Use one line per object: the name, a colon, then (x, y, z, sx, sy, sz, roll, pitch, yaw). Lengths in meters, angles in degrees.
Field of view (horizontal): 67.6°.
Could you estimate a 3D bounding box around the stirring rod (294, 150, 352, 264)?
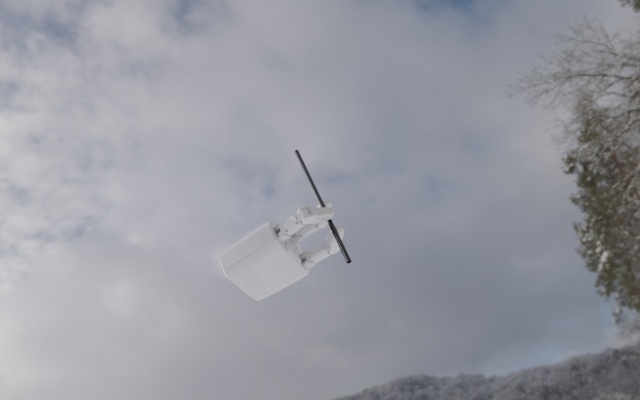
stirring rod: (0.000, 0.003, 0.790, 0.011, 0.239, 0.011, -17, -34, -12)
